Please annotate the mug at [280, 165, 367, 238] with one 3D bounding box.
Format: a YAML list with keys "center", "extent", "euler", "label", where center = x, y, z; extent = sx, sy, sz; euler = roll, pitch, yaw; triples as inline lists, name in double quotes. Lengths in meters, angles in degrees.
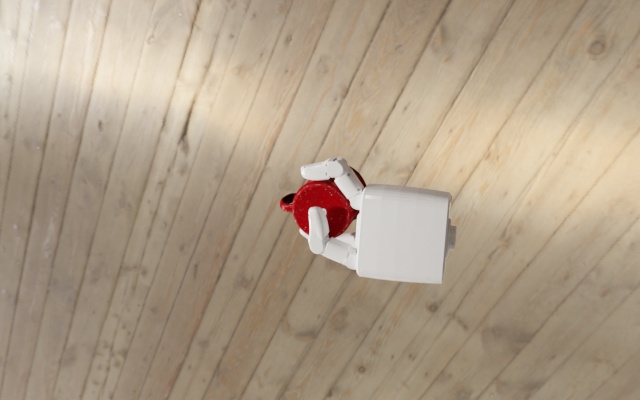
- center: [-0.001, 0.002, 0.653]
  extent: [0.117, 0.093, 0.081]
  euler: [3, 19, 17]
  label: "mug"
